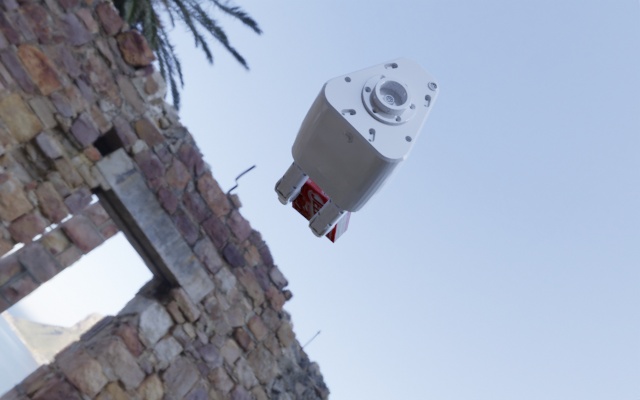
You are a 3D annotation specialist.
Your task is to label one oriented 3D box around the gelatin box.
[{"bbox_3d":[0.000,0.002,0.560,0.073,0.030,0.089,40,-23,18],"label":"gelatin box"}]
